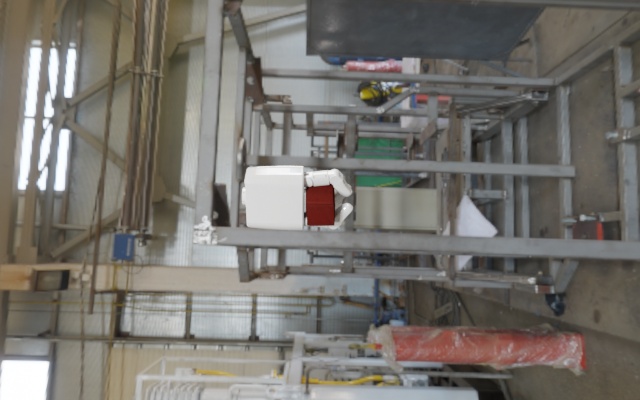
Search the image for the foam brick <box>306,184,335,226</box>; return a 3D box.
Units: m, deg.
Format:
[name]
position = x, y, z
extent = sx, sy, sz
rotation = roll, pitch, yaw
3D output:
[foam brick]
position = 0.000, 0.003, 0.870
extent = 0.051, 0.053, 0.078
rotation = 0, 38, 0
